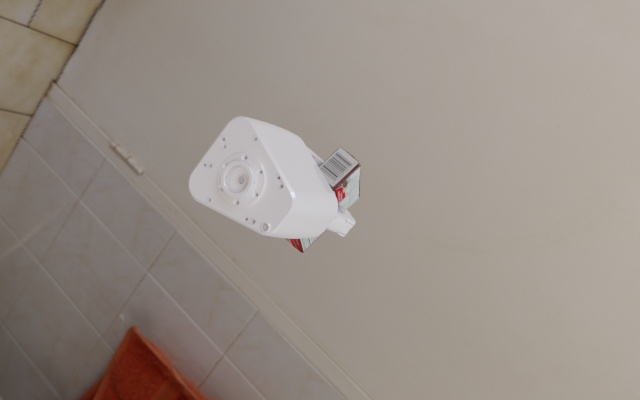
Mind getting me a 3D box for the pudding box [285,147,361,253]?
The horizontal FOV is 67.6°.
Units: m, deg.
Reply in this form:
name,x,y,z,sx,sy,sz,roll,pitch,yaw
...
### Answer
name,x,y,z,sx,sy,sz,roll,pitch,yaw
pudding box,0.000,0.002,0.584,0.039,0.113,0.090,42,-17,20
